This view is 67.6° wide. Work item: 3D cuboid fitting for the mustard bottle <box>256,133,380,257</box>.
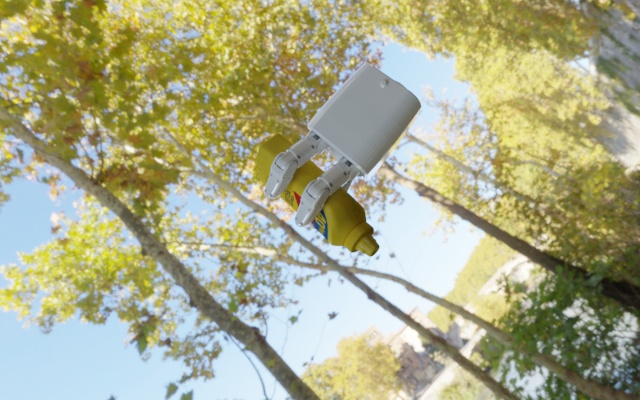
[{"bbox_3d":[0.000,0.002,0.604,0.058,0.191,0.096,-39,-25,-22],"label":"mustard bottle"}]
